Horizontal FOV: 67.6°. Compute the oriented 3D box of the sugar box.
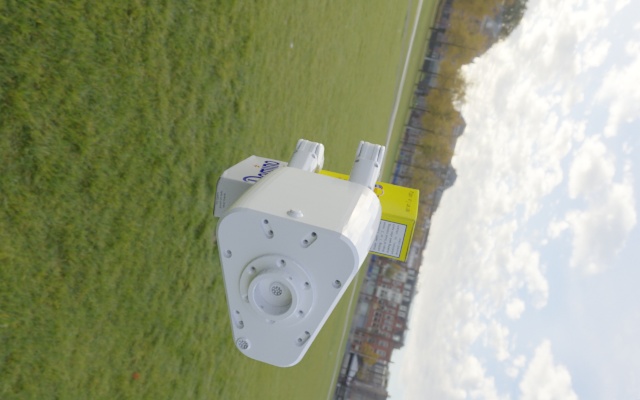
[{"bbox_3d":[0.000,0.001,0.448,0.176,0.048,0.093,15,20,8],"label":"sugar box"}]
